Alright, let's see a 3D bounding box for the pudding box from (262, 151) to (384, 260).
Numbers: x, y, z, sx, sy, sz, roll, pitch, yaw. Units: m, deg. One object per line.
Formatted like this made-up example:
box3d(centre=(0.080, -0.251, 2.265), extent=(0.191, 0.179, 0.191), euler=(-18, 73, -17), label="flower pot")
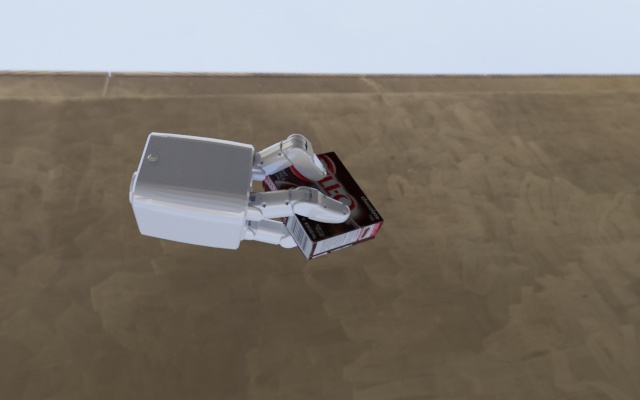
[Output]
box3d(centre=(0.000, 0.002, 0.519), extent=(0.090, 0.113, 0.039), euler=(-16, -32, -28), label="pudding box")
